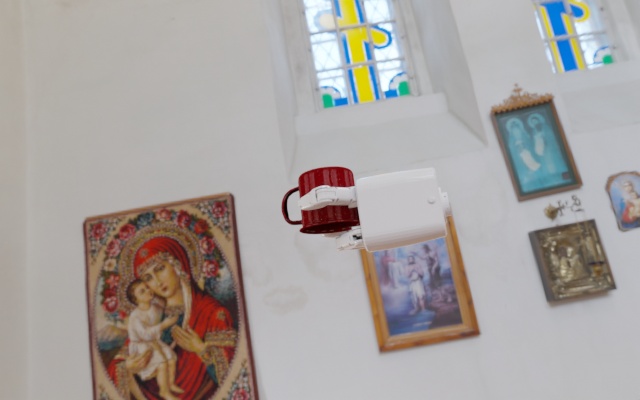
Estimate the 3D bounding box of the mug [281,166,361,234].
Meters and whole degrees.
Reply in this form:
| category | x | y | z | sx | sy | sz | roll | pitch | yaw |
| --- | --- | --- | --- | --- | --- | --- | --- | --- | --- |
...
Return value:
| category | x | y | z | sx | sy | sz | roll | pitch | yaw |
| --- | --- | --- | --- | --- | --- | --- | --- | --- | --- |
| mug | -0.001 | 0.002 | 0.691 | 0.117 | 0.081 | 0.093 | -10 | -13 | 13 |
